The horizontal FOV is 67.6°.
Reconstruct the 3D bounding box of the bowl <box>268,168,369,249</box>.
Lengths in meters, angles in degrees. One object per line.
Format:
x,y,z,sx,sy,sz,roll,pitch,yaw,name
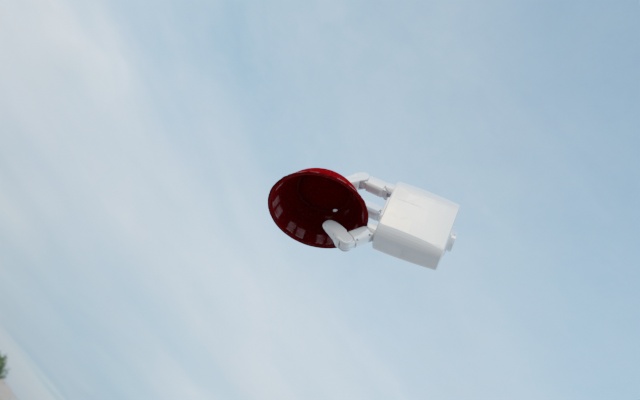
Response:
-0.001,0.002,0.761,0.162,0.162,0.055,0,41,16,bowl
